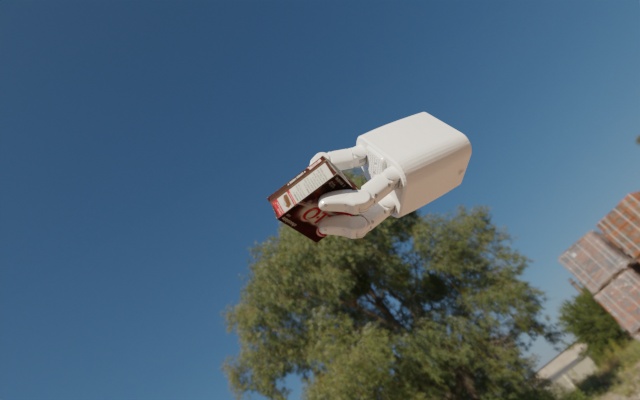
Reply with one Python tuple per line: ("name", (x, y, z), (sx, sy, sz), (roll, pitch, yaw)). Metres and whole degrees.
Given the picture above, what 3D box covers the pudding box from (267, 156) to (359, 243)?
("pudding box", (0.000, 0.002, 0.599), (0.090, 0.039, 0.113), (-38, -33, 9))
